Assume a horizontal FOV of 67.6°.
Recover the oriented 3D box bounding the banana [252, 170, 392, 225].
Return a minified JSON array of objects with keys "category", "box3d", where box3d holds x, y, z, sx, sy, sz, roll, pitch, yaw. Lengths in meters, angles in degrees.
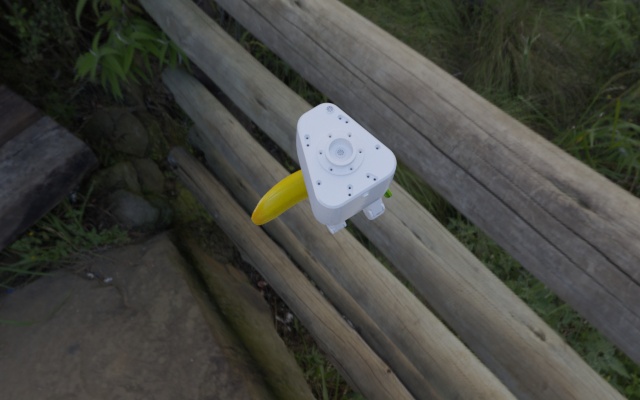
[{"category":"banana","box3d":[0.000,-0.016,0.640,0.198,0.070,0.037,-11,14,-6]}]
